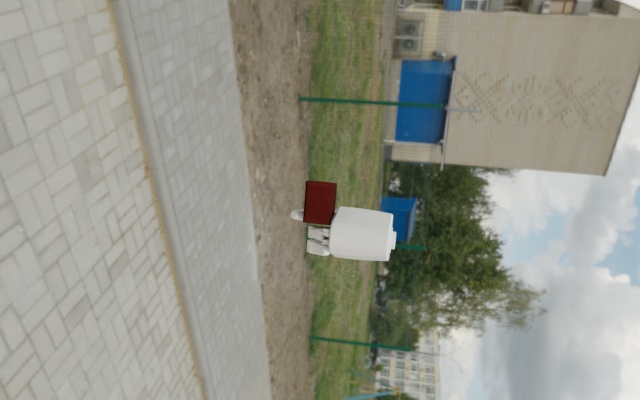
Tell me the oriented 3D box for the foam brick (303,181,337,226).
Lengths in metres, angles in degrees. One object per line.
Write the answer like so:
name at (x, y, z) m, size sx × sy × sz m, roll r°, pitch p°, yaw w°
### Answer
foam brick at (0.000, 0.003, 0.894) m, size 0.051 × 0.078 × 0.053 m, roll 6°, pitch 6°, yaw 12°
